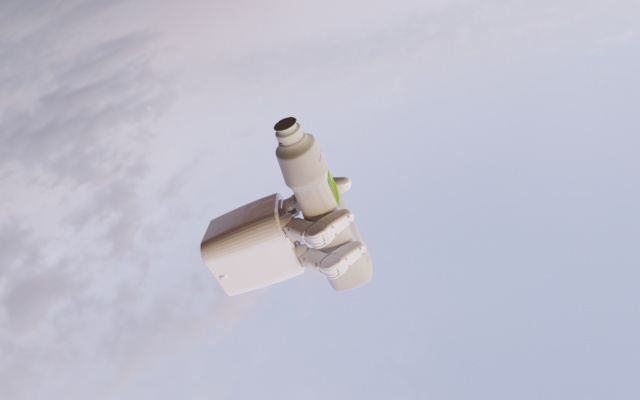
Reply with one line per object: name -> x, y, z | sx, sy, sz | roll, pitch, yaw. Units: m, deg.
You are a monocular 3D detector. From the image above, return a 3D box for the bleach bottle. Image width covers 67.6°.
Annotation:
bleach bottle -> 0.000, 0.002, 0.612 | 0.068, 0.251, 0.102 | -20, 36, 5
